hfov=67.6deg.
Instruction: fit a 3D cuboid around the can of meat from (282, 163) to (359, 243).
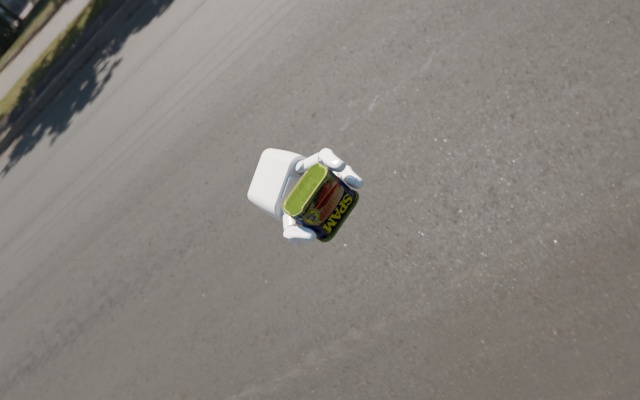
[{"bbox_3d":[0.000,0.002,0.765,0.084,0.102,0.057,40,-8,-38],"label":"can of meat"}]
